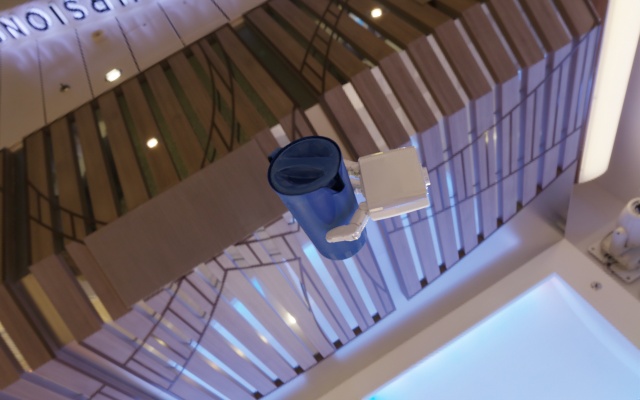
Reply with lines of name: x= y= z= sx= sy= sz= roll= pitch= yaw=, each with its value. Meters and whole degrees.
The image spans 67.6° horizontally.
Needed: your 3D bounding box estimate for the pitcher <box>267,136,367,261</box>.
pitcher: x=0.000 y=0.003 z=0.889 sx=0.145 sy=0.149 sz=0.243 roll=-14 pitch=-41 yaw=11
